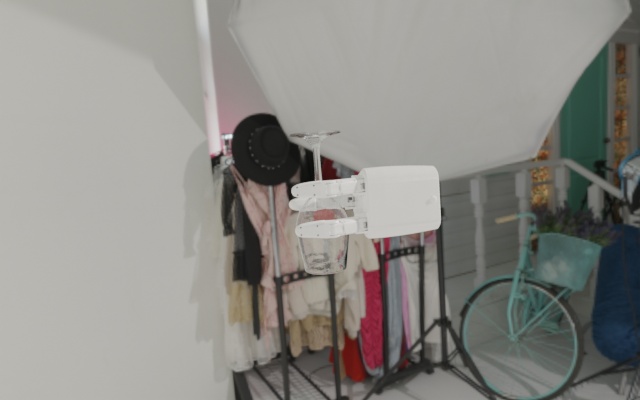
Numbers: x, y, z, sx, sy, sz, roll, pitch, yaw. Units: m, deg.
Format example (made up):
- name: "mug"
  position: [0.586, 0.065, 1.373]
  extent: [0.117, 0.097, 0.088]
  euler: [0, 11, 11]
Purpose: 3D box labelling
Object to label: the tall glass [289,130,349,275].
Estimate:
- name: "tall glass"
  position: [0.000, 0.002, 0.692]
  extent: [0.079, 0.201, 0.079]
  euler: [-4, 6, 0]
